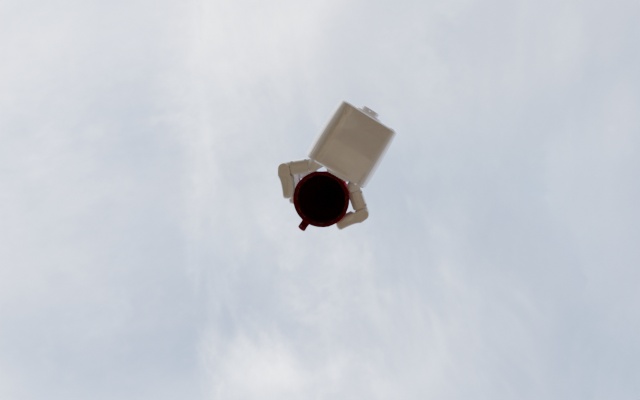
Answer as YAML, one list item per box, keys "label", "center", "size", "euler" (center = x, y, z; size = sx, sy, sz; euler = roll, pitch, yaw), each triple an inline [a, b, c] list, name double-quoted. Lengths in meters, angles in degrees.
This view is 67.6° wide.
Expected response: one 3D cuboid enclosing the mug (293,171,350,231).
- label: "mug"
  center: [-0.001, 0.004, 0.819]
  size: [0.093, 0.117, 0.081]
  euler: [32, 12, 2]
